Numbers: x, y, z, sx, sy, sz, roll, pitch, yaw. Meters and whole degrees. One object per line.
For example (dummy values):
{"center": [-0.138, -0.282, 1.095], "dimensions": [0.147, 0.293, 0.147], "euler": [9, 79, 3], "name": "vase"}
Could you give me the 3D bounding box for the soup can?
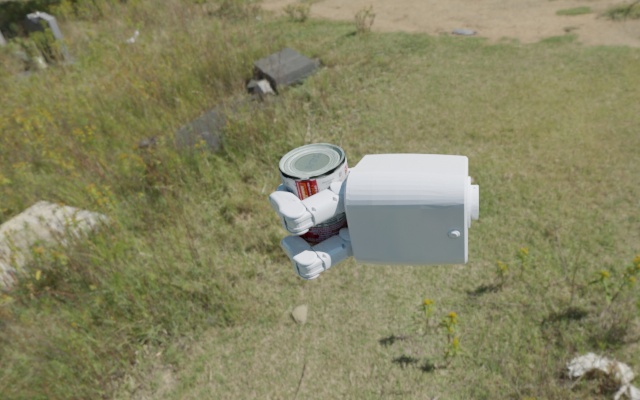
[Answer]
{"center": [0.000, 0.001, 0.488], "dimensions": [0.068, 0.102, 0.068], "euler": [-8, 33, 5], "name": "soup can"}
